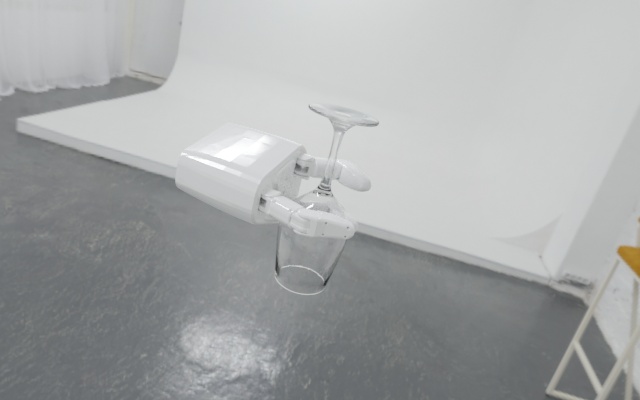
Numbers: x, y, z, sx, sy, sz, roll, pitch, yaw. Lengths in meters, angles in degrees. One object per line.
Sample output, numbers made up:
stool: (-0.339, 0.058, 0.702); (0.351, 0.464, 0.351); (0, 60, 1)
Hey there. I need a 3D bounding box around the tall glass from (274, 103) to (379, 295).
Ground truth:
tall glass: (0.000, 0.001, 0.518); (0.079, 0.201, 0.079); (13, 21, -5)
